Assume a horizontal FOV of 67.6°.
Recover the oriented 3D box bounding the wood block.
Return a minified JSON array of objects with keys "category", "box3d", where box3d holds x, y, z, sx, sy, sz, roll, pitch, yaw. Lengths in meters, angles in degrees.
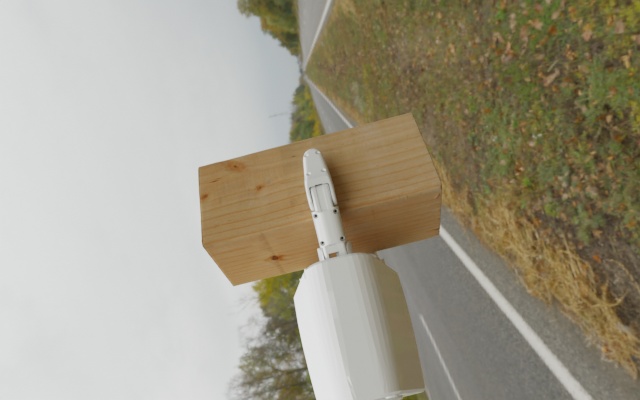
[{"category":"wood block","box3d":[0.000,0.002,0.453,0.206,0.090,0.091,-14,-35,2]}]
